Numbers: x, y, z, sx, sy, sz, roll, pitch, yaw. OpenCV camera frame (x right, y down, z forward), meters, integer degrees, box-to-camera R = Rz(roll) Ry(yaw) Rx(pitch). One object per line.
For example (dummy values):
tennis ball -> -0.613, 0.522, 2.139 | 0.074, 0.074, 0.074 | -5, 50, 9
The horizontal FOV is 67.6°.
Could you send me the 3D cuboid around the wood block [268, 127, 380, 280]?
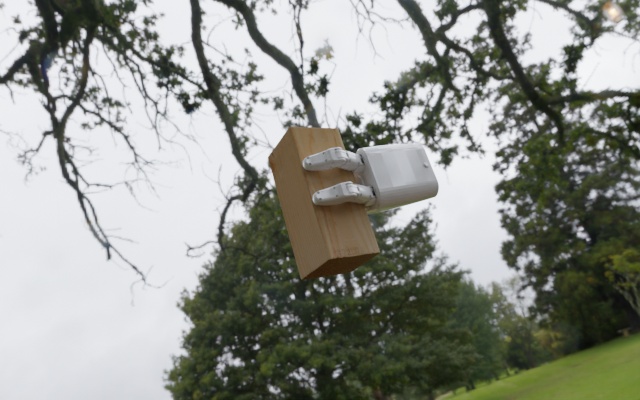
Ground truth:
wood block -> 0.000, 0.002, 0.712 | 0.090, 0.206, 0.091 | -4, -25, -31
